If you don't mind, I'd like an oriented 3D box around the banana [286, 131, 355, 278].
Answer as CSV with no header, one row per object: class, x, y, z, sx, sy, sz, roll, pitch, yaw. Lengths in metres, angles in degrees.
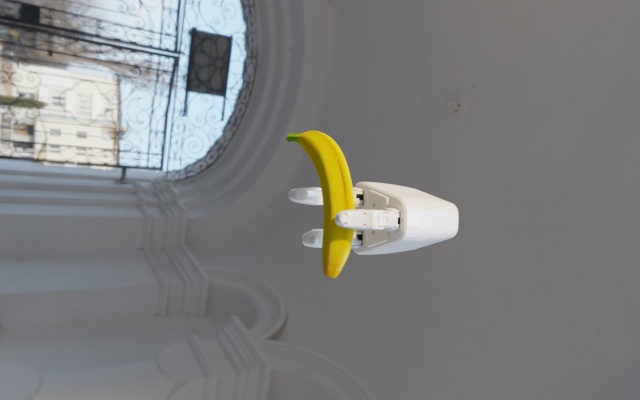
banana,0.010,-0.009,0.577,0.037,0.197,0.070,3,-26,-39
